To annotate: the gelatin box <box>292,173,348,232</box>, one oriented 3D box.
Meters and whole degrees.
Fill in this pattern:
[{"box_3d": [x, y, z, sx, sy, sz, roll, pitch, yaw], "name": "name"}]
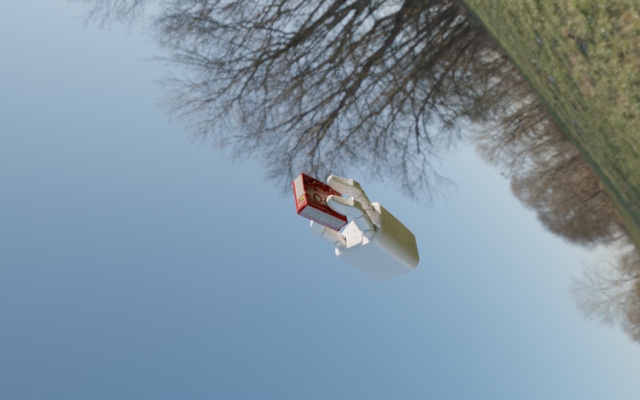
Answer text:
[{"box_3d": [0.000, 0.003, 0.781, 0.089, 0.073, 0.030, 24, -53, -32], "name": "gelatin box"}]
